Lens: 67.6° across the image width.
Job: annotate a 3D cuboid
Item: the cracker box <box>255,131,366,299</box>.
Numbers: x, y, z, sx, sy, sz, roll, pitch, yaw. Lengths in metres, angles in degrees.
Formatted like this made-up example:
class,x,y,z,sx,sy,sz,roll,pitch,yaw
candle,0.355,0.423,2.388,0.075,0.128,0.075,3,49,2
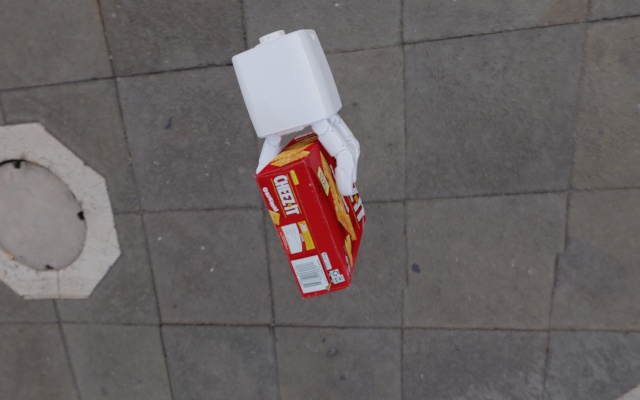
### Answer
class,x,y,z,sx,sy,sz,roll,pitch,yaw
cracker box,0.000,0.002,0.638,0.072,0.164,0.213,-16,16,16
